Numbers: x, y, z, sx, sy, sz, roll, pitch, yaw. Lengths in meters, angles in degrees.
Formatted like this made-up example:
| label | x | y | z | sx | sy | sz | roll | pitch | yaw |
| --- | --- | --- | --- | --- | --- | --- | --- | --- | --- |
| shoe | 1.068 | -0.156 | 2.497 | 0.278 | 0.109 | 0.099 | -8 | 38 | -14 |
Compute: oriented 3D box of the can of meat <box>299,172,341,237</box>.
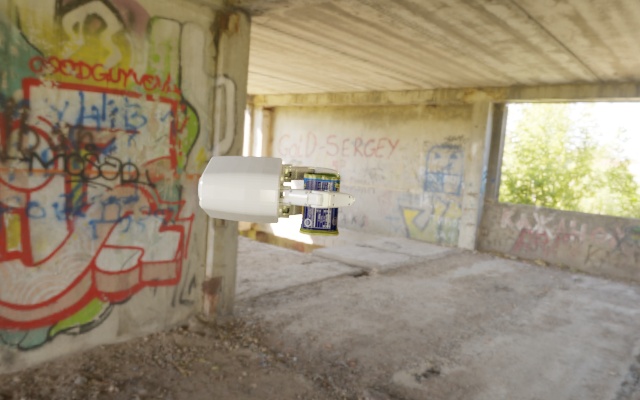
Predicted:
| label | x | y | z | sx | sy | sz | roll | pitch | yaw |
| --- | --- | --- | --- | --- | --- | --- | --- | --- | --- |
| can of meat | 0.000 | 0.002 | 0.700 | 0.057 | 0.084 | 0.102 | 3 | 6 | 0 |
